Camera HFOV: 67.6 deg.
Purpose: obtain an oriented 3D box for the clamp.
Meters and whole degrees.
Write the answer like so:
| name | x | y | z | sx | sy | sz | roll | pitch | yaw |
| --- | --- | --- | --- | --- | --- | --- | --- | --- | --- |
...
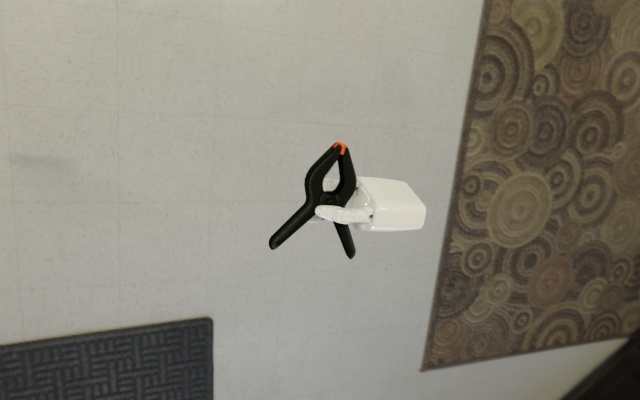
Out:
| name | x | y | z | sx | sy | sz | roll | pitch | yaw |
| --- | --- | --- | --- | --- | --- | --- | --- | --- | --- |
| clamp | 0.001 | 0.002 | 0.816 | 0.164 | 0.210 | 0.036 | 2 | 16 | -24 |
